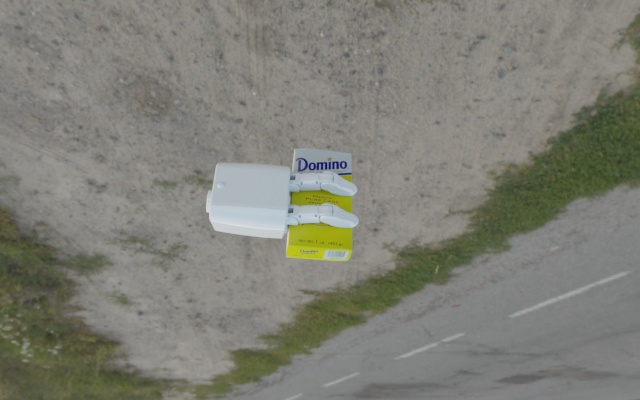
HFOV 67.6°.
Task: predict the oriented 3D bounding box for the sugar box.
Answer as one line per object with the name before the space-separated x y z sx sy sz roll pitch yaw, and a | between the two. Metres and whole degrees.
sugar box | 0.000 0.002 0.720 0.093 0.176 0.048 5 -31 -7
